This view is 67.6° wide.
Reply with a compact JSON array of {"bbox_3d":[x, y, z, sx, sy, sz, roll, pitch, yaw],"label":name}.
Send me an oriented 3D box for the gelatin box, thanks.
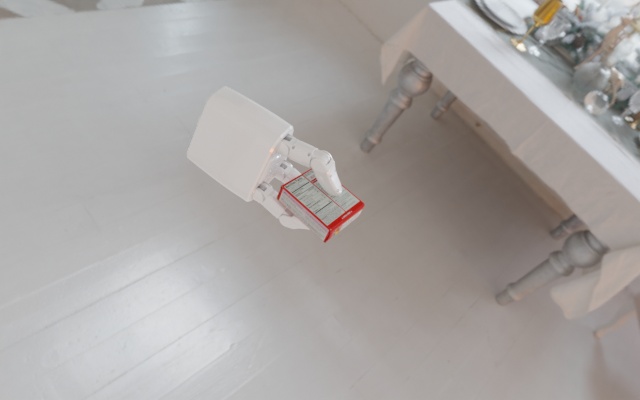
[{"bbox_3d":[0.000,0.002,0.615,0.089,0.030,0.073,41,47,17],"label":"gelatin box"}]
